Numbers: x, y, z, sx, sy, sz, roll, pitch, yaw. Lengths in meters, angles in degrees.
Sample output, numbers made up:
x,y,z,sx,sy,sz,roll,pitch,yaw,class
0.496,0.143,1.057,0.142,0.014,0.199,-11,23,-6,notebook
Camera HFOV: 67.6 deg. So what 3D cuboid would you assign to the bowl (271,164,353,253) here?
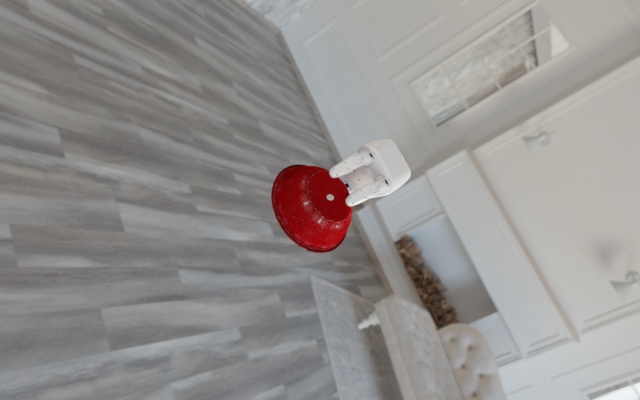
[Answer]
x,y,z,sx,sy,sz,roll,pitch,yaw,class
0.000,0.003,0.791,0.162,0.162,0.055,0,-22,-40,bowl
